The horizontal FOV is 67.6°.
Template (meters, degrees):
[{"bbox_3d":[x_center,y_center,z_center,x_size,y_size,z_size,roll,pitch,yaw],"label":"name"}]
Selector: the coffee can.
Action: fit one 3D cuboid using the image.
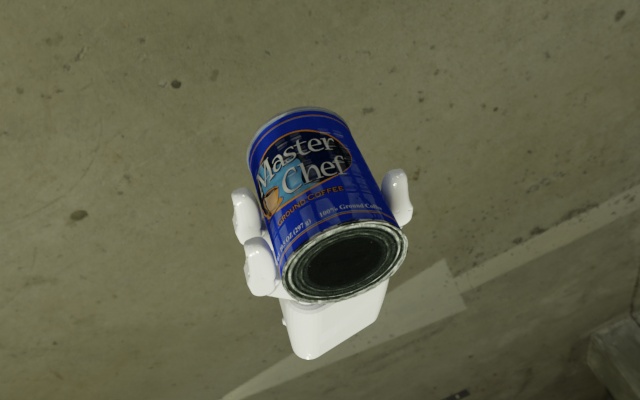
[{"bbox_3d":[0.000,0.001,0.410,0.103,0.140,0.103,-12,-41,-11],"label":"coffee can"}]
